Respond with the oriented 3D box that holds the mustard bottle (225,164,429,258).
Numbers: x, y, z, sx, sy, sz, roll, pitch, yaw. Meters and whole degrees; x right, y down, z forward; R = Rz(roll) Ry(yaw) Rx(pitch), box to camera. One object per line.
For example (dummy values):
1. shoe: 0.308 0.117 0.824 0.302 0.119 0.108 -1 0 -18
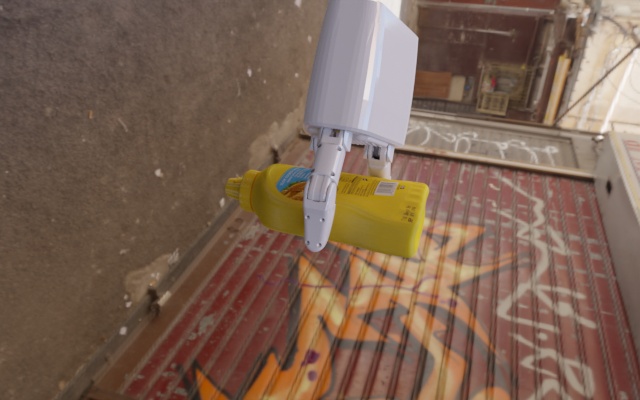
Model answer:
1. mustard bottle: 0.000 0.002 0.448 0.191 0.058 0.096 10 27 14
